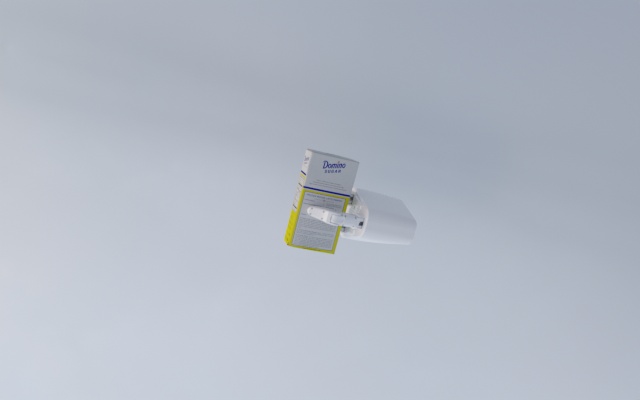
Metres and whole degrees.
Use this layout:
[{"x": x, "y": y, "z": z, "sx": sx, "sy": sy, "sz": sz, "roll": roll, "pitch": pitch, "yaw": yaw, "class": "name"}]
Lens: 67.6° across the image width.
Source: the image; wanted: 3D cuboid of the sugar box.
[{"x": 0.000, "y": 0.003, "z": 0.859, "sx": 0.093, "sy": 0.176, "sz": 0.048, "roll": 12, "pitch": 9, "yaw": -19, "class": "sugar box"}]
